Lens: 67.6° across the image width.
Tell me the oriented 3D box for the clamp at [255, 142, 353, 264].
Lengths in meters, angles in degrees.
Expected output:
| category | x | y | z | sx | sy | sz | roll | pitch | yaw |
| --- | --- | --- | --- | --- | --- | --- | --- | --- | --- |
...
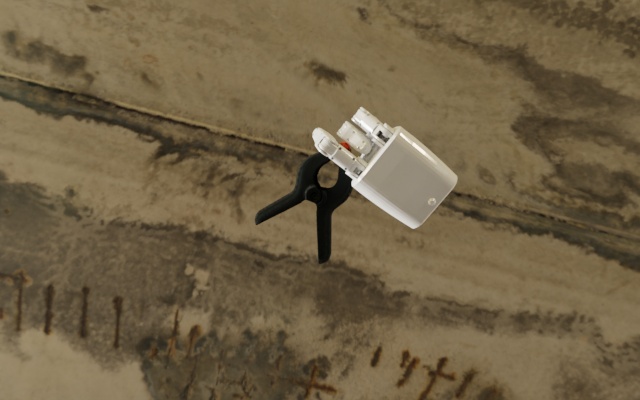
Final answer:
| category | x | y | z | sx | sy | sz | roll | pitch | yaw |
| --- | --- | --- | --- | --- | --- | --- | --- | --- | --- |
| clamp | 0.000 | 0.002 | 0.663 | 0.120 | 0.171 | 0.039 | 38 | 16 | -5 |
